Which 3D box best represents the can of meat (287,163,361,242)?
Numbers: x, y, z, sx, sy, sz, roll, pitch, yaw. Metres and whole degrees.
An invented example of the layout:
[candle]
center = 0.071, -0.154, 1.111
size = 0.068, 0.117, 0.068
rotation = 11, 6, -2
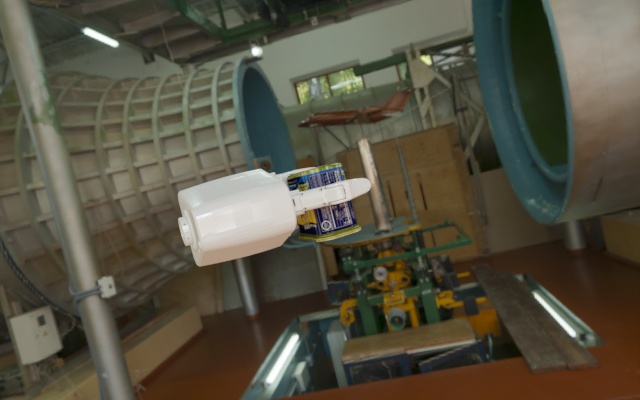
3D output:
[can of meat]
center = 0.000, 0.002, 0.587
size = 0.057, 0.084, 0.102
rotation = -15, 3, -19
